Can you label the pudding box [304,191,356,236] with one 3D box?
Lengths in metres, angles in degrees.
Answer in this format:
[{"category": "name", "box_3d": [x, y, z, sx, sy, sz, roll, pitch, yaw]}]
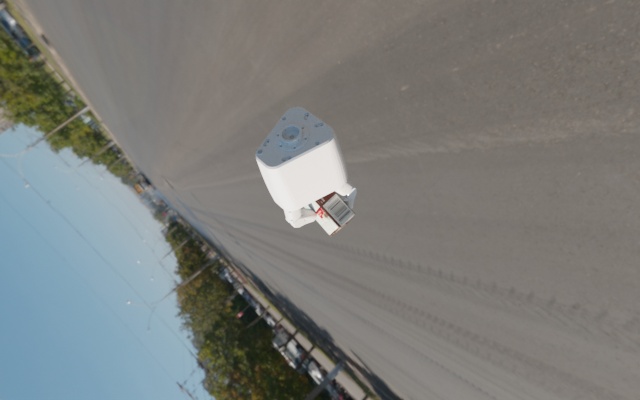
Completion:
[{"category": "pudding box", "box_3d": [0.000, 0.003, 0.802, 0.039, 0.113, 0.090, -40, -4, -14]}]
